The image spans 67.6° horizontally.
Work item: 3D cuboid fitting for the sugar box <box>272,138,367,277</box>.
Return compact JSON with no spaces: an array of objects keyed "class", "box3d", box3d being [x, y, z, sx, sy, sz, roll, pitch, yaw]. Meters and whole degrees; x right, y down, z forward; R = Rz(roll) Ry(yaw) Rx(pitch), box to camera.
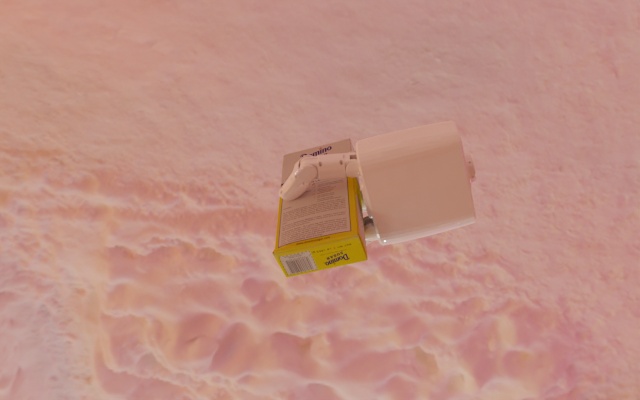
[{"class":"sugar box","box3d":[0.000,0.002,0.552,0.093,0.048,0.176,-13,37,12]}]
